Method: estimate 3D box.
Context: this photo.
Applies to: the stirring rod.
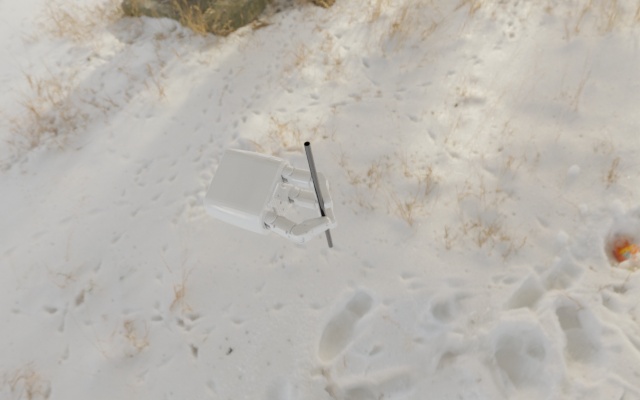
[{"bbox_3d":[0.000,0.002,0.670,0.011,0.011,0.240,0,-36,10],"label":"stirring rod"}]
